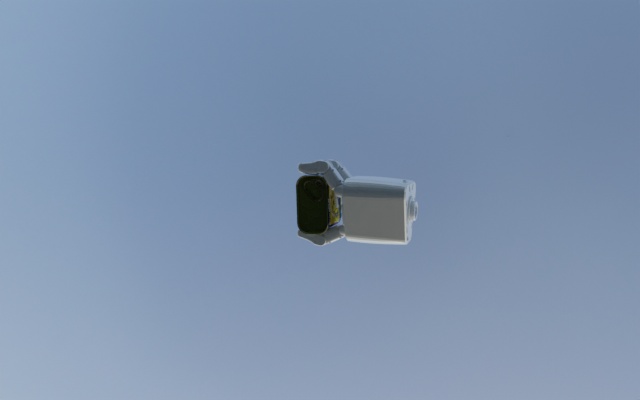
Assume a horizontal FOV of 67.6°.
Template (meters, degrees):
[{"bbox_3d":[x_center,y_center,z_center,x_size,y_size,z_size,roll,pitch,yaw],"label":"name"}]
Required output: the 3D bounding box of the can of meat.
[{"bbox_3d":[0.000,0.003,0.850,0.057,0.102,0.084,1,8,22],"label":"can of meat"}]
